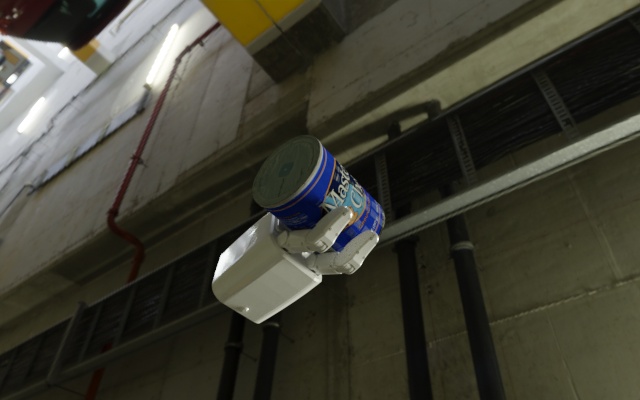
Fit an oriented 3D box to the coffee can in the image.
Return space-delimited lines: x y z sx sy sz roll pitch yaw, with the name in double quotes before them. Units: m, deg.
"coffee can" 0.000 0.002 0.595 0.103 0.102 0.140 0 -34 46
